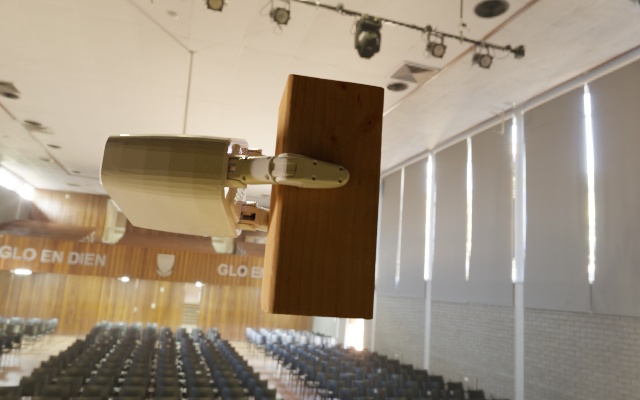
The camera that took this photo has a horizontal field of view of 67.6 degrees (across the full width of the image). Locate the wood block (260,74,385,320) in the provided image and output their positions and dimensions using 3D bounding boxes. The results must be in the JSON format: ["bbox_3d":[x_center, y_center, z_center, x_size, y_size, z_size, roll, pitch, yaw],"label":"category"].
[{"bbox_3d":[0.000,0.001,0.446,0.090,0.206,0.091,6,-10,-10],"label":"wood block"}]
